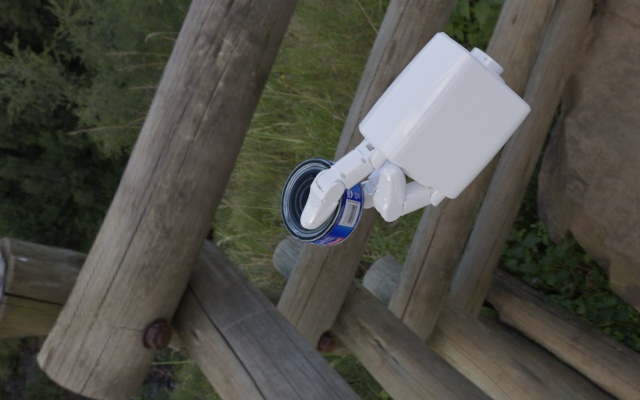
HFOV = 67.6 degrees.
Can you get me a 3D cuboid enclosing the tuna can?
[{"bbox_3d":[0.000,0.002,0.478,0.086,0.086,0.034,0,-9,43],"label":"tuna can"}]
